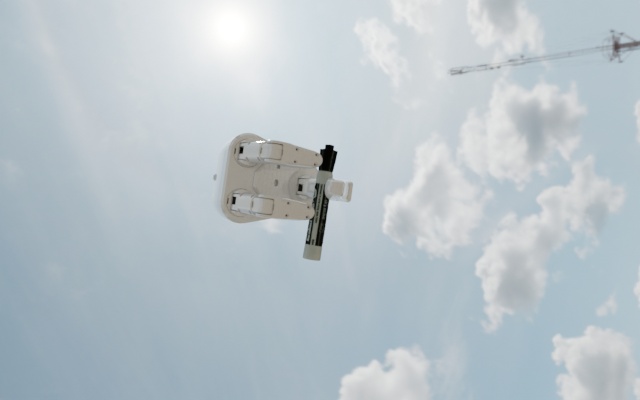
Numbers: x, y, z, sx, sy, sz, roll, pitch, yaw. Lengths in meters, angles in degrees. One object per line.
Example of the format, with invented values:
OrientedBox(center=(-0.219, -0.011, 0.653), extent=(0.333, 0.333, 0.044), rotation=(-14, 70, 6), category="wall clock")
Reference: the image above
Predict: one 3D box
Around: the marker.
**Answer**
OrientedBox(center=(0.000, 0.002, 0.497), extent=(0.020, 0.121, 0.020), rotation=(9, -2, 0), category="marker")
